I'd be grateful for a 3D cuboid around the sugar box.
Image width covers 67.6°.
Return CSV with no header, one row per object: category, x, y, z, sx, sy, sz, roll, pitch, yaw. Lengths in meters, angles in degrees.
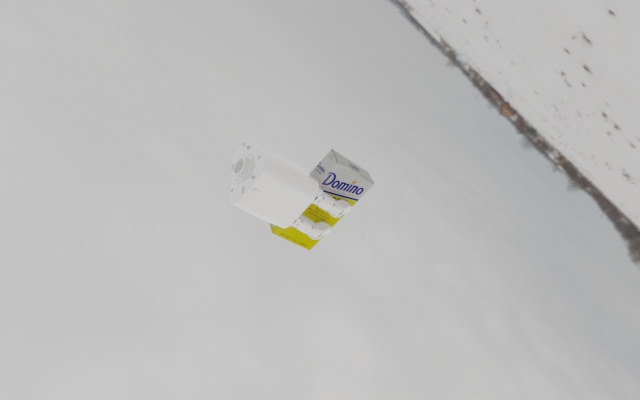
sugar box,0.000,0.003,0.832,0.093,0.176,0.048,28,27,-34
